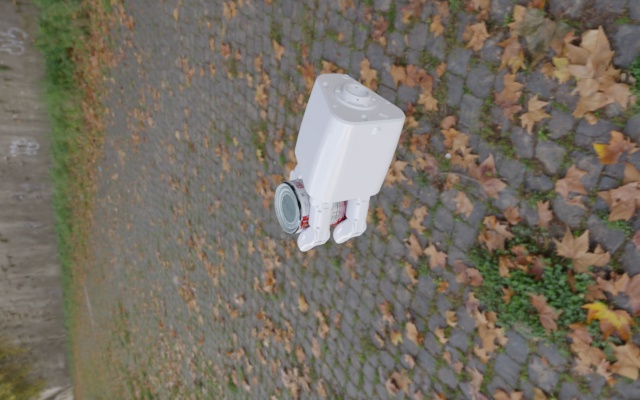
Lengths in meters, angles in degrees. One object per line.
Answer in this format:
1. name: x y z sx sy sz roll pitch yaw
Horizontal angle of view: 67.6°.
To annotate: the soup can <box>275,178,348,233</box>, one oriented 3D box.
1. soup can: 0.000 0.002 0.623 0.102 0.068 0.068 -10 5 -31
